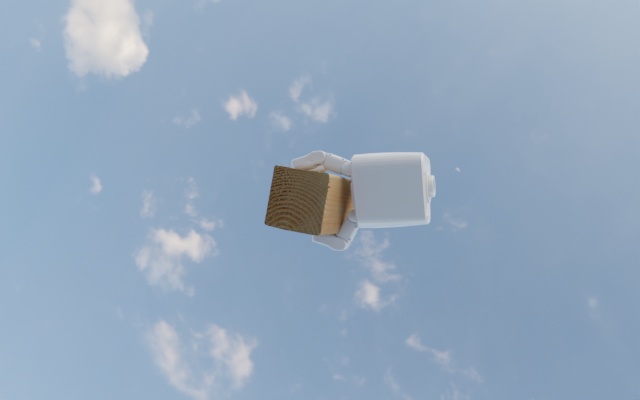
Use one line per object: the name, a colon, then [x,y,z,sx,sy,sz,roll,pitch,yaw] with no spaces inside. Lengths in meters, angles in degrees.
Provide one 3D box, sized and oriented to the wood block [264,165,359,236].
wood block: [0.000,0.003,0.769,0.090,0.091,0.206,10,1,20]
